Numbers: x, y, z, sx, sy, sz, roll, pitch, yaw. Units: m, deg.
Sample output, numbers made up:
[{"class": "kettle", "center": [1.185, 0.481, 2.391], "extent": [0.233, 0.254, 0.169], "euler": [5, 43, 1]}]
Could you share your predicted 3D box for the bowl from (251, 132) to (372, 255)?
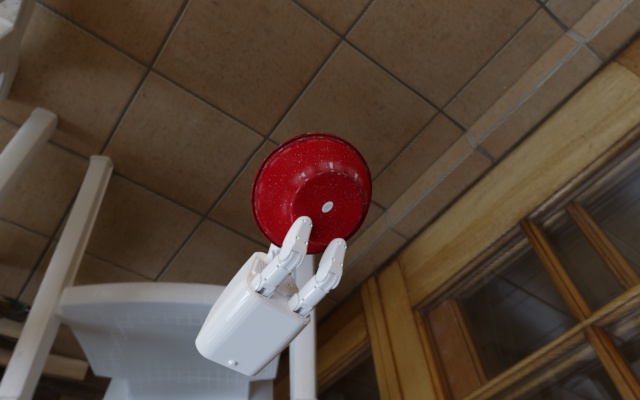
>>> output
[{"class": "bowl", "center": [0.001, 0.001, 0.579], "extent": [0.162, 0.162, 0.055], "euler": [0, 18, -20]}]
